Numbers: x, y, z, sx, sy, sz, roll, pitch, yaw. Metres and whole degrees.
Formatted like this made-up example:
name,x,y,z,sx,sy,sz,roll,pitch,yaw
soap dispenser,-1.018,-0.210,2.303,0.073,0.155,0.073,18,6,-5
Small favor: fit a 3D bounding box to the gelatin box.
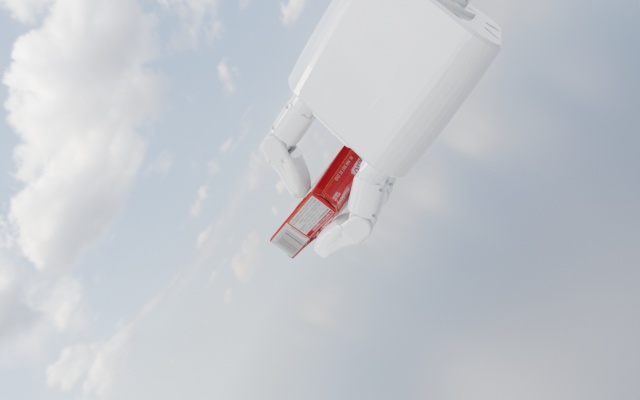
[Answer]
name,x,y,z,sx,sy,sz,roll,pitch,yaw
gelatin box,0.000,0.001,0.418,0.089,0.030,0.073,-48,5,47
